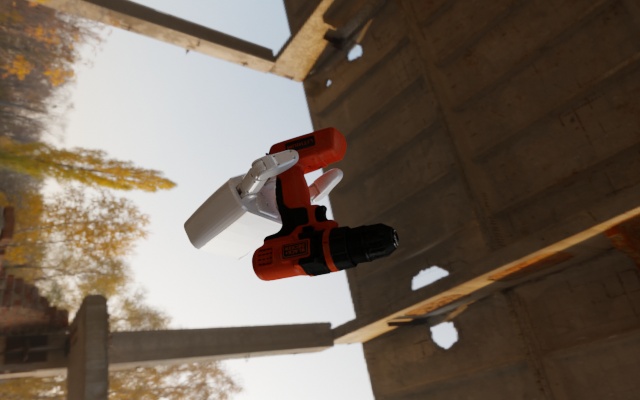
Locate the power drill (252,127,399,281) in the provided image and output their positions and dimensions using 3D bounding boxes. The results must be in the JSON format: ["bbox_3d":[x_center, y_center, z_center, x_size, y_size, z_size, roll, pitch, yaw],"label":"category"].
[{"bbox_3d":[0.000,0.002,0.601,0.184,0.187,0.057,-13,-31,18],"label":"power drill"}]
